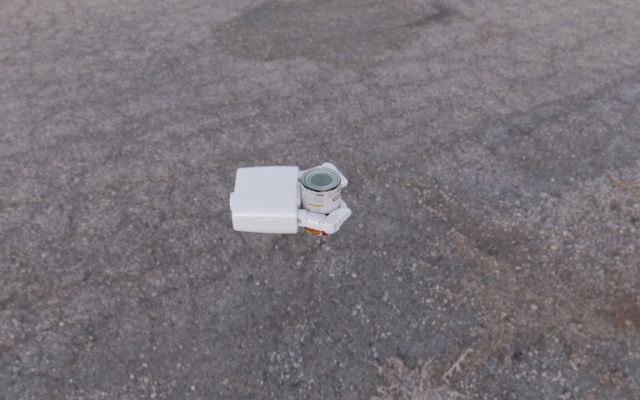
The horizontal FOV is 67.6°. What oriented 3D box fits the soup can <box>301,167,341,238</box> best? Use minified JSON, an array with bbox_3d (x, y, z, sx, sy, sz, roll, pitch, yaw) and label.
[{"bbox_3d":[0.001,0.002,0.807,0.068,0.102,0.068,0,39,0],"label":"soup can"}]
